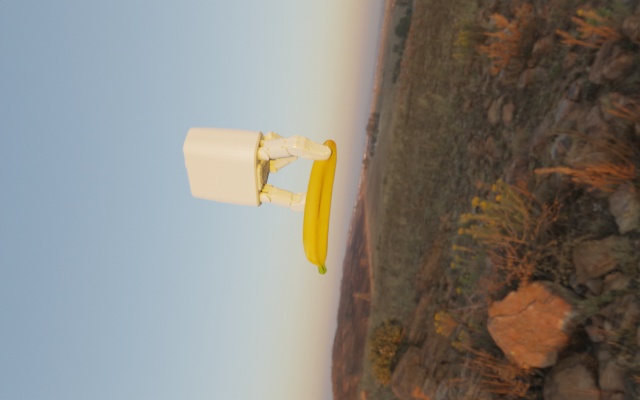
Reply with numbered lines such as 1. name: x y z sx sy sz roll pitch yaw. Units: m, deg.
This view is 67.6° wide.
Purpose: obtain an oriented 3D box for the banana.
1. banana: -0.002 0.003 0.670 0.037 0.197 0.069 5 -7 5
